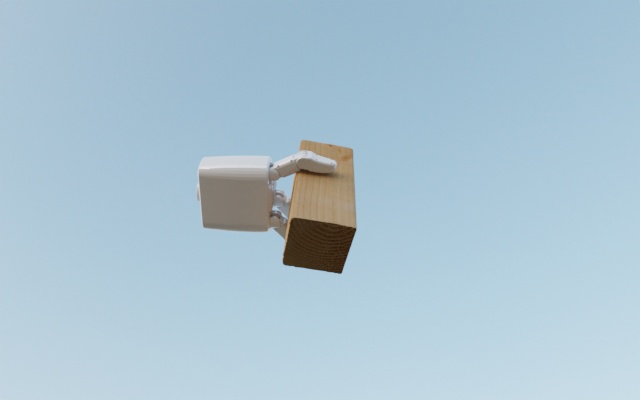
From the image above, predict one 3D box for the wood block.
[{"bbox_3d":[0.000,0.002,0.730,0.090,0.091,0.206,10,37,-5],"label":"wood block"}]
